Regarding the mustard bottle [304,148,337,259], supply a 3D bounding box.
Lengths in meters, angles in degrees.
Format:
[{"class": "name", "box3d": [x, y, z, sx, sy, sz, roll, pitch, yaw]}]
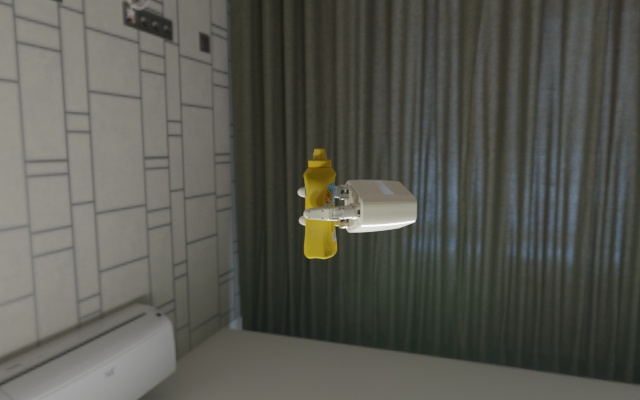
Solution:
[{"class": "mustard bottle", "box3d": [0.000, 0.003, 0.859, 0.058, 0.191, 0.096, 1, 6, 12]}]
